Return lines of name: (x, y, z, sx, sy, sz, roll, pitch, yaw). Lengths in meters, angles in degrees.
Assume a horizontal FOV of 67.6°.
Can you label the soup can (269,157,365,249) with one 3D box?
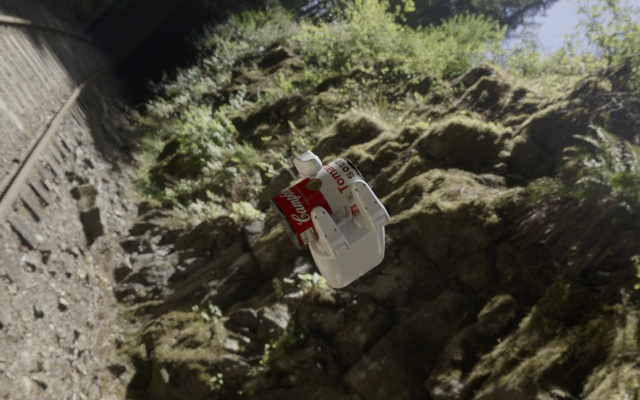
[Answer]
soup can: (0.000, 0.001, 0.564, 0.102, 0.068, 0.068, -31, 6, -9)
